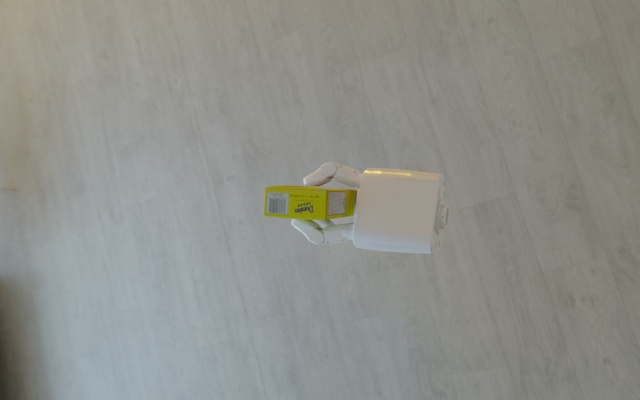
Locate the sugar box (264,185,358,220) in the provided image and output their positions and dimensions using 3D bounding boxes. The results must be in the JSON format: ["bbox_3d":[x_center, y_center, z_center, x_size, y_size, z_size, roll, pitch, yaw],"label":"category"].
[{"bbox_3d":[0.000,0.003,0.694,0.093,0.048,0.176,3,0,24],"label":"sugar box"}]
